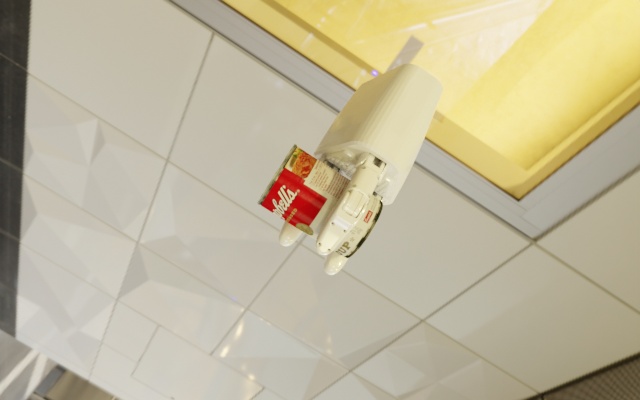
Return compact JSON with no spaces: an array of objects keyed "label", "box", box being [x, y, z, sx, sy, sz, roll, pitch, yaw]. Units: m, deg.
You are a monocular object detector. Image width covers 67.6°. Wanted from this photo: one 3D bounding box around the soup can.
[{"label":"soup can","box":[0.000,0.002,0.461,0.102,0.068,0.068,33,-4,-5]}]
